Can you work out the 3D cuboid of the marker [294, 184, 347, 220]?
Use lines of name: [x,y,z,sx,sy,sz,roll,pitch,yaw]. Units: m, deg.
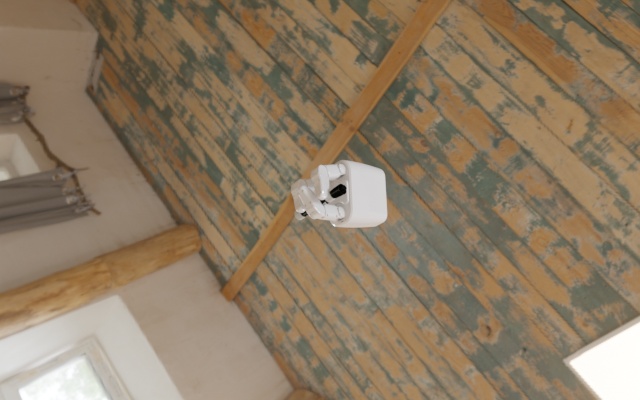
marker: [0.000,0.003,0.810,0.020,0.020,0.121,0,-23,-45]
